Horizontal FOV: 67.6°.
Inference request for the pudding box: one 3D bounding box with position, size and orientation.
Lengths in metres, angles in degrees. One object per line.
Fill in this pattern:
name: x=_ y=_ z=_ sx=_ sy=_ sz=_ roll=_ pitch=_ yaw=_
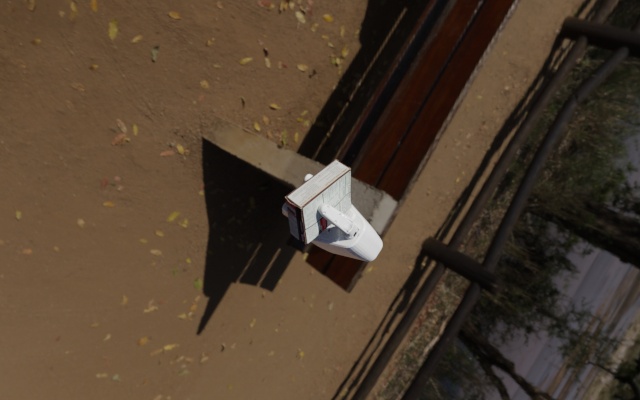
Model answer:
pudding box: x=0.000 y=0.003 z=0.745 sx=0.039 sy=0.090 sz=0.113 roll=32 pitch=56 yaw=30
